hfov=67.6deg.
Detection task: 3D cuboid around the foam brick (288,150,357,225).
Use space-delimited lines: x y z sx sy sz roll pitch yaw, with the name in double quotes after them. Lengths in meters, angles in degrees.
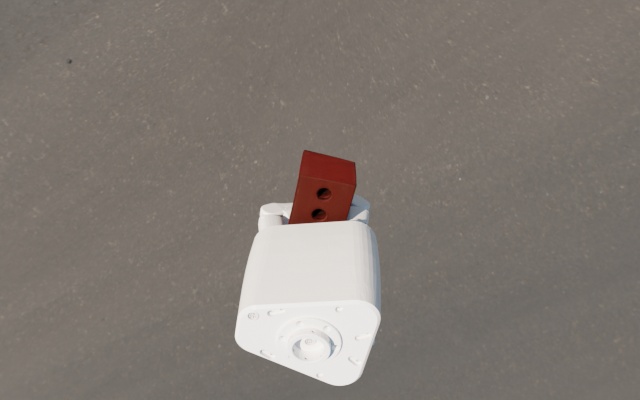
0.000 0.001 0.453 0.053 0.078 0.051 11 29 -3 "foam brick"
